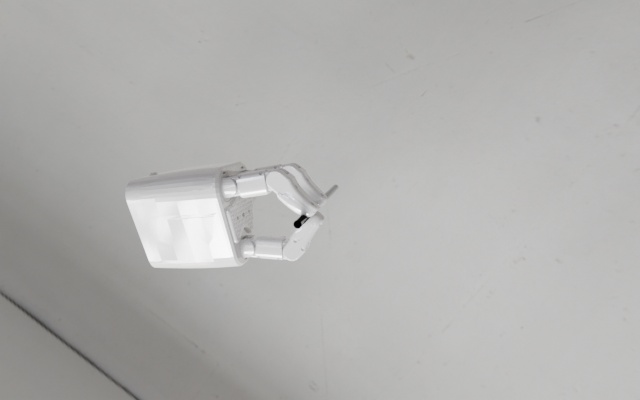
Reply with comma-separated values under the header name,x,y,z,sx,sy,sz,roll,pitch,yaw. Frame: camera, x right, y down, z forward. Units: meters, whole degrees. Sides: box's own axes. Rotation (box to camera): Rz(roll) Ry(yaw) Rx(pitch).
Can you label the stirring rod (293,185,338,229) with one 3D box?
name,x,y,z,sx,sy,sz,roll,pitch,yaw
stirring rod,0.000,0.002,0.562,0.011,0.011,0.239,0,10,10
